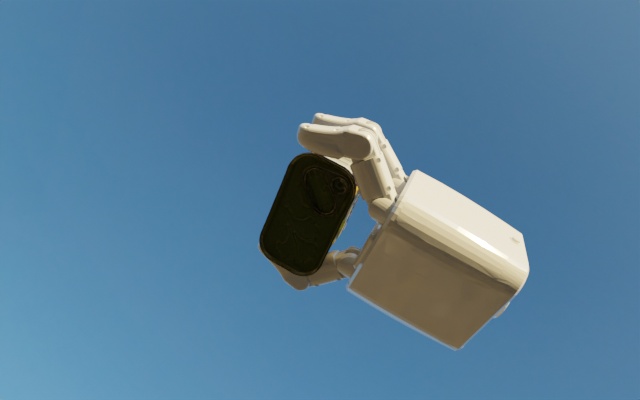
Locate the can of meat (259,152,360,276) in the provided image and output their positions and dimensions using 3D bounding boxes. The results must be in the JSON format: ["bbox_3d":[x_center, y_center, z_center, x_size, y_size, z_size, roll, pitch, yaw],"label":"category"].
[{"bbox_3d":[0.000,0.001,0.414,0.057,0.102,0.084,28,24,8],"label":"can of meat"}]
